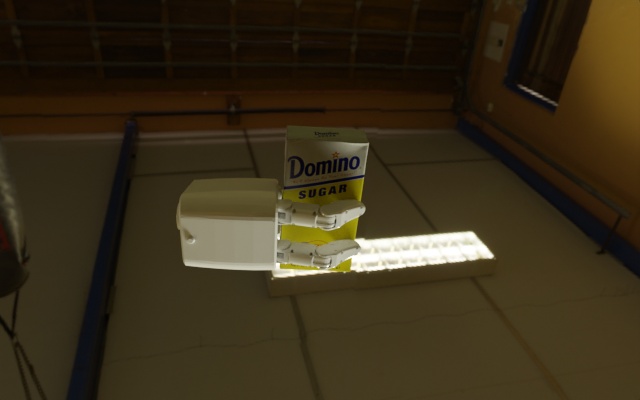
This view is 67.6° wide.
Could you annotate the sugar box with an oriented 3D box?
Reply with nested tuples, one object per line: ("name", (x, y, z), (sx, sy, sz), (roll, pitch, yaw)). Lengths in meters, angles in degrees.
("sugar box", (0.000, 0.002, 0.571), (0.093, 0.176, 0.048), (2, 31, -5))
